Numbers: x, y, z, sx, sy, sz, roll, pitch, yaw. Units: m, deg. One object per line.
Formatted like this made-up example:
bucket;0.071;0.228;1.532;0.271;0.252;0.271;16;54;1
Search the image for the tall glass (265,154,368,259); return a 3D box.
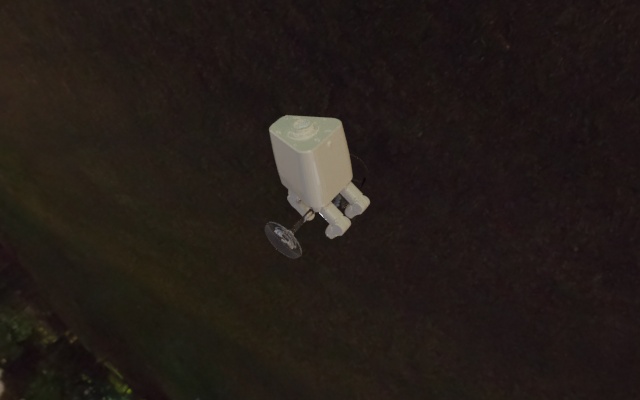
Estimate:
tall glass;0.000;0.003;0.799;0.079;0.079;0.201;0;37;49
